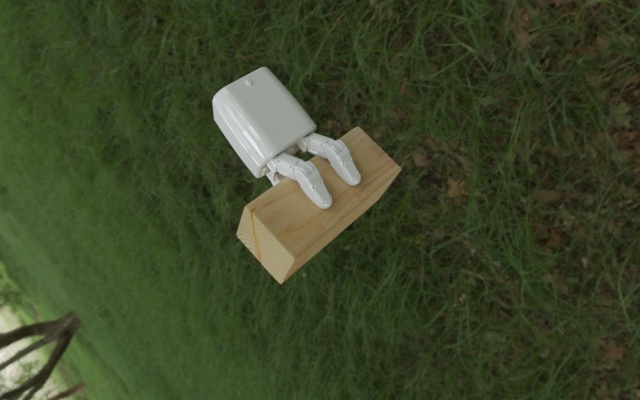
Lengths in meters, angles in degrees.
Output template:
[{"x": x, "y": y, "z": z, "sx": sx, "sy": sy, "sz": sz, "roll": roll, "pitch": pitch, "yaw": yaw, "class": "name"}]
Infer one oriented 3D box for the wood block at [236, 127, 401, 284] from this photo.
[{"x": 0.000, "y": 0.002, "z": 0.635, "sx": 0.206, "sy": 0.090, "sz": 0.091, "roll": -38, "pitch": -11, "yaw": -30, "class": "wood block"}]
